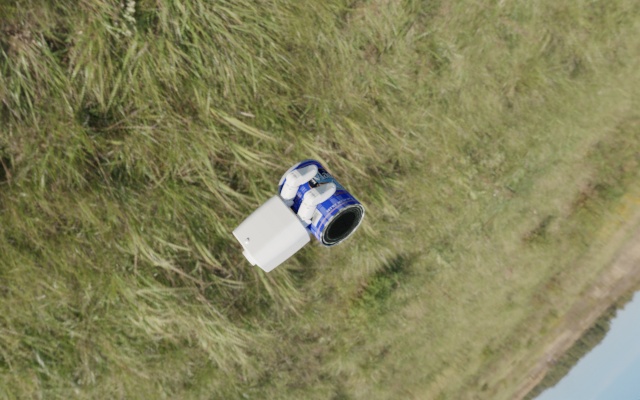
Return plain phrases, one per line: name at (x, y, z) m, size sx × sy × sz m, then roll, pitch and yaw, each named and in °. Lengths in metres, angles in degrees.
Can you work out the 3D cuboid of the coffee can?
coffee can at (0.000, 0.003, 0.900) m, size 0.103 × 0.103 × 0.140 m, roll 0°, pitch 38°, yaw -50°
